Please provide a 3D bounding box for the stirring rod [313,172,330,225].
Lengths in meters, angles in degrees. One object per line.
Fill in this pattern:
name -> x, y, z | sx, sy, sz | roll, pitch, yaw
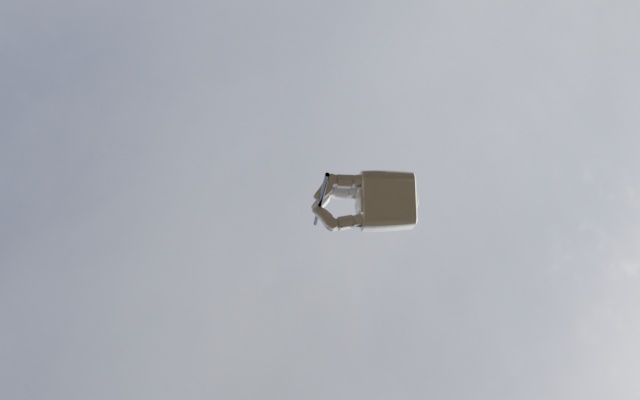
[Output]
stirring rod -> 0.000, 0.003, 0.895 | 0.011, 0.011, 0.240 | 0, -22, -6
